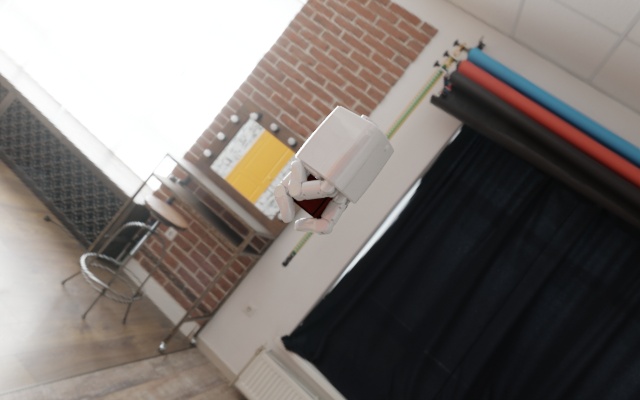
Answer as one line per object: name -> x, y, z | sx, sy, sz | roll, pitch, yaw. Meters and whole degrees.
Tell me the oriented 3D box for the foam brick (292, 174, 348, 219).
foam brick -> 0.000, 0.003, 0.769 | 0.053, 0.051, 0.078 | 38, 0, 27
